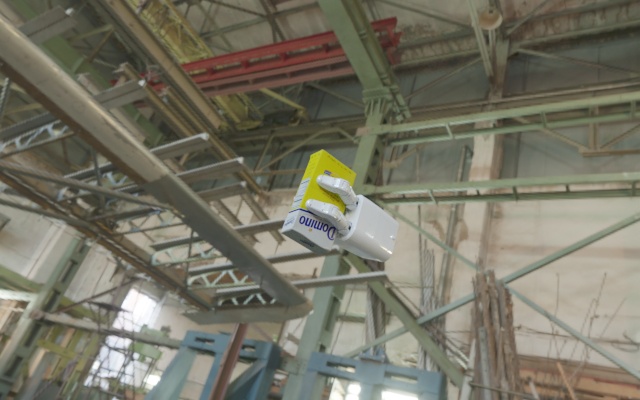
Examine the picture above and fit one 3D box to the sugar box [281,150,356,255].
[{"bbox_3d":[0.001,0.003,0.891,0.093,0.176,0.048,33,-32,-25],"label":"sugar box"}]
